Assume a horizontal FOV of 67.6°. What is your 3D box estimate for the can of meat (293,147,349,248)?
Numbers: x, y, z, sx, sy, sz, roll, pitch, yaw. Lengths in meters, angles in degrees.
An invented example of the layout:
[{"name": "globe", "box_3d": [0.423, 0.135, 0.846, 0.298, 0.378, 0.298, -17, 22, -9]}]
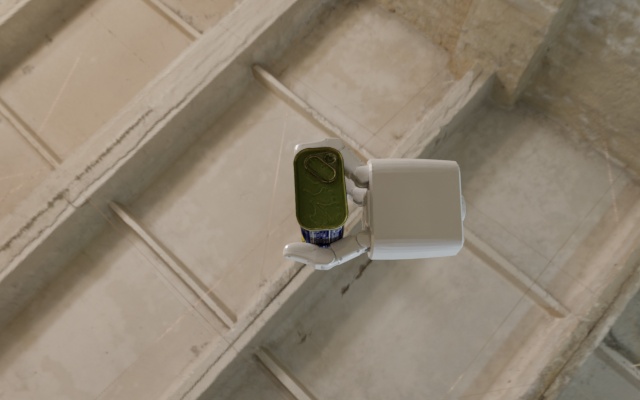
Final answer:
[{"name": "can of meat", "box_3d": [0.000, 0.002, 0.563, 0.057, 0.102, 0.084, -4, -24, -1]}]
